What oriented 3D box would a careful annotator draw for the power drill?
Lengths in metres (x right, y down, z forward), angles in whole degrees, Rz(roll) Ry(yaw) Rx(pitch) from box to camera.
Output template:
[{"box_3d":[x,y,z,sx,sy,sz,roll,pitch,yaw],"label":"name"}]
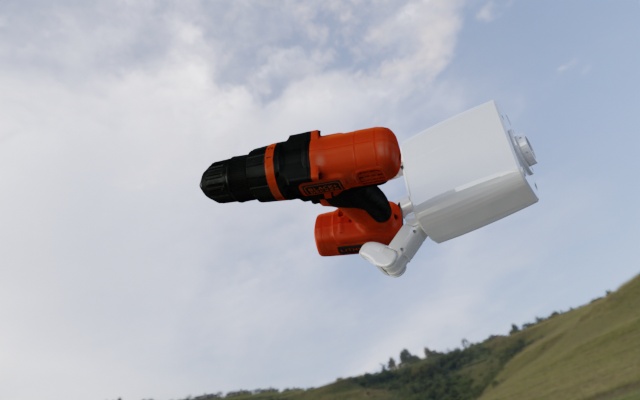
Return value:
[{"box_3d":[0.000,0.002,0.476,0.184,0.057,0.188,-7,-26,18],"label":"power drill"}]
